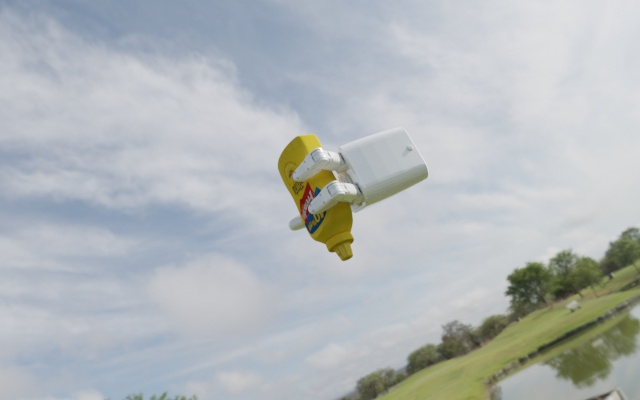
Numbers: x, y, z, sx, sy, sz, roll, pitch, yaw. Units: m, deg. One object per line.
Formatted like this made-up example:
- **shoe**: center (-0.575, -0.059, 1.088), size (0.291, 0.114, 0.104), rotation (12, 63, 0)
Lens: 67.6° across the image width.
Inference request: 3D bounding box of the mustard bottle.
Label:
- **mustard bottle**: center (0.000, 0.002, 0.710), size (0.058, 0.191, 0.096), rotation (-11, -27, -34)
